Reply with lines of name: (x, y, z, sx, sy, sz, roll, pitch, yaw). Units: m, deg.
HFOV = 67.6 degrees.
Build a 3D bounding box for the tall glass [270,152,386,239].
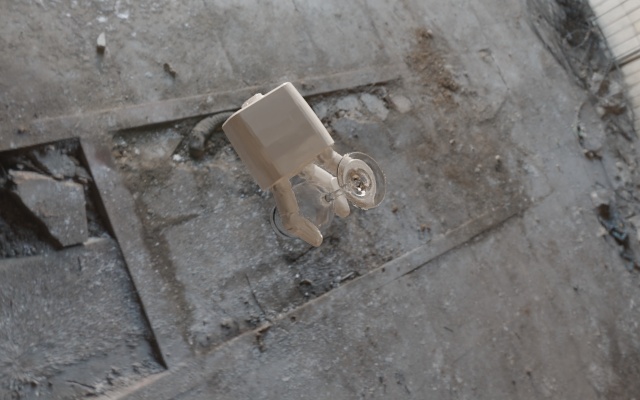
tall glass: (0.000, 0.002, 0.663, 0.079, 0.079, 0.201, 0, -16, -32)
